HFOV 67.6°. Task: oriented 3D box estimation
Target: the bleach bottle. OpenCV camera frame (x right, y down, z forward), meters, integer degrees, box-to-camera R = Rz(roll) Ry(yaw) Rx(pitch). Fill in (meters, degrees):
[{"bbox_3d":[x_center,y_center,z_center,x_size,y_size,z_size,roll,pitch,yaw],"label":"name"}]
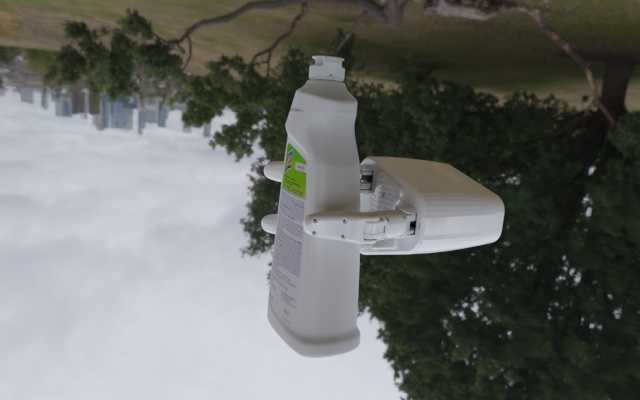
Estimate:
[{"bbox_3d":[0.000,0.001,0.427,0.068,0.251,0.102,-1,12,-29],"label":"bleach bottle"}]
